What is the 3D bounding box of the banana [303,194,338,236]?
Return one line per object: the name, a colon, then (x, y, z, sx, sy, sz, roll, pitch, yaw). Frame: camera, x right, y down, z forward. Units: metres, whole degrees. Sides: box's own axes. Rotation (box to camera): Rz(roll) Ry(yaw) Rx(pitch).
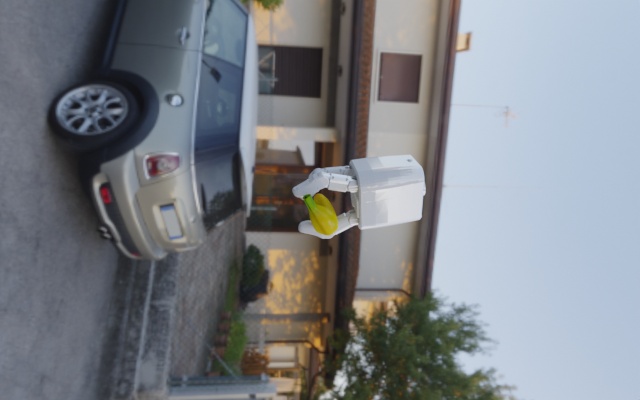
banana: (0.005, 0.020, 0.757, 0.037, 0.069, 0.198, -16, -1, 2)
